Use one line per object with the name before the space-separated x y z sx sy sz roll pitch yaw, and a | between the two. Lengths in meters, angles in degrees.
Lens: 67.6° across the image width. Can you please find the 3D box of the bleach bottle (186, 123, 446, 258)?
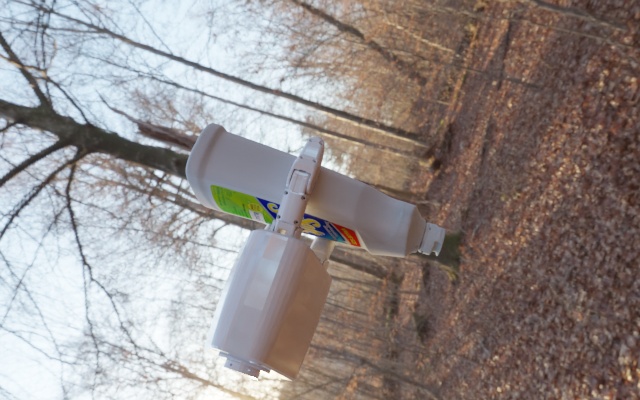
bleach bottle | 0.000 0.002 0.478 0.251 0.068 0.103 17 -24 7
